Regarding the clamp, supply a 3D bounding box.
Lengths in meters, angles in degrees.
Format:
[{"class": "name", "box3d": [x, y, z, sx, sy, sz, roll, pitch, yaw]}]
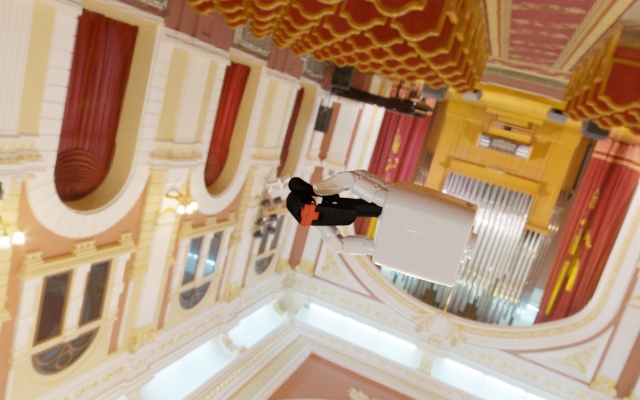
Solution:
[{"class": "clamp", "box3d": [0.000, 0.003, 0.658, 0.164, 0.036, 0.210, 16, 11, 18]}]
